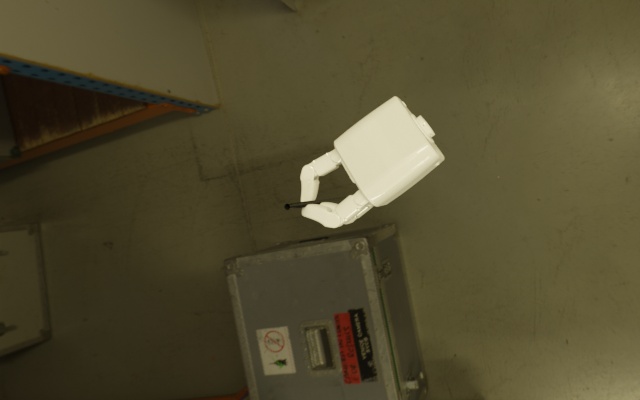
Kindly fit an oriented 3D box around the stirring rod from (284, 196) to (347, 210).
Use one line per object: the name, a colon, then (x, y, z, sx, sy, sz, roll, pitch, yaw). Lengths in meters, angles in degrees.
stirring rod: (0.000, 0.002, 0.713, 0.011, 0.011, 0.239, 0, 3, 20)
